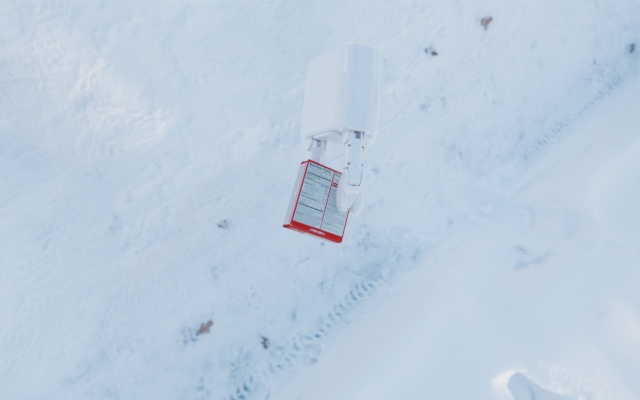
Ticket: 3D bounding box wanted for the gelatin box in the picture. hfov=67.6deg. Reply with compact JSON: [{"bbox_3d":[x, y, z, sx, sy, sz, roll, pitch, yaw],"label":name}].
[{"bbox_3d":[0.000,0.002,0.599,0.073,0.089,0.030,20,-15,-23],"label":"gelatin box"}]
